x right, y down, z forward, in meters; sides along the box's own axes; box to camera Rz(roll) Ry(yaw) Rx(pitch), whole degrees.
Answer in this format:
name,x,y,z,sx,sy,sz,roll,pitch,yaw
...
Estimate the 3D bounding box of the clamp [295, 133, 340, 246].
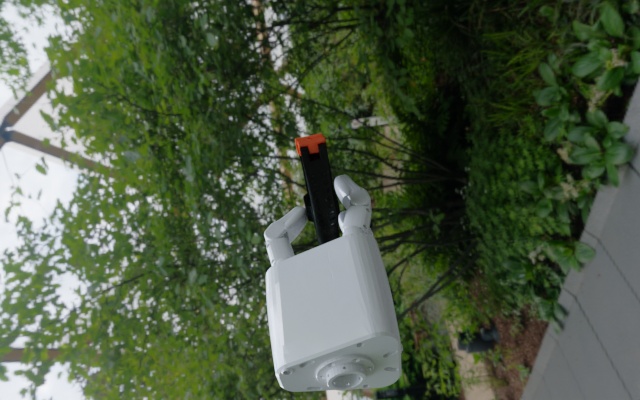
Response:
name,x,y,z,sx,sy,sz,roll,pitch,yaw
clamp,-0.001,0.002,0.536,0.036,0.210,0.164,-13,43,-2
